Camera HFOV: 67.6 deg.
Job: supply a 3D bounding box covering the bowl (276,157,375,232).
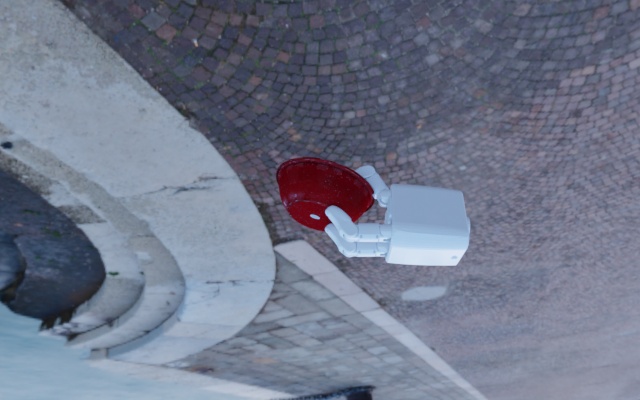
[{"bbox_3d":[-0.001,0.003,0.739,0.162,0.055,0.162,14,-29,8],"label":"bowl"}]
